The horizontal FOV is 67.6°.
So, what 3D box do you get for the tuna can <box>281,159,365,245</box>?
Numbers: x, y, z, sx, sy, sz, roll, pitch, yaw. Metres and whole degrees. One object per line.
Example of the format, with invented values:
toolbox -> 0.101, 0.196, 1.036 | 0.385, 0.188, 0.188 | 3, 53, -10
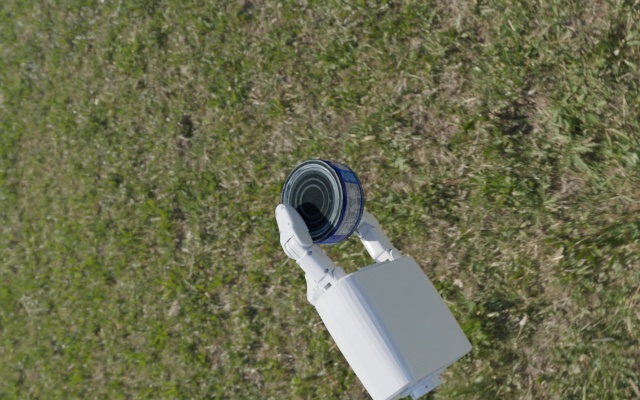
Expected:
tuna can -> 0.000, 0.001, 0.482 | 0.086, 0.086, 0.034 | 0, -4, 41
